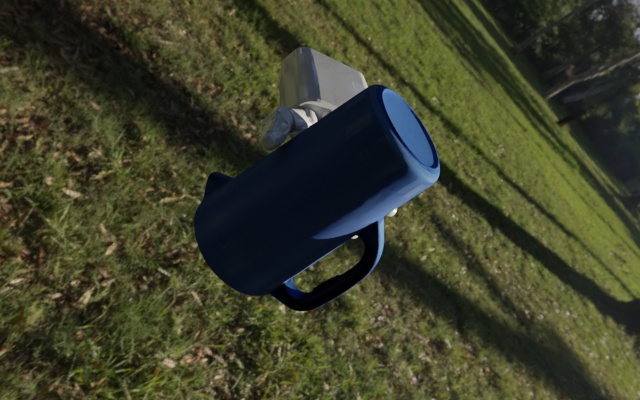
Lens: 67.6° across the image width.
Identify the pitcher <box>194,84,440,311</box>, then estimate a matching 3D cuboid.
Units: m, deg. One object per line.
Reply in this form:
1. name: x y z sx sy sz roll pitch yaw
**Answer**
1. pitcher: 0.000 0.001 0.493 0.243 0.145 0.149 -33 -47 29
